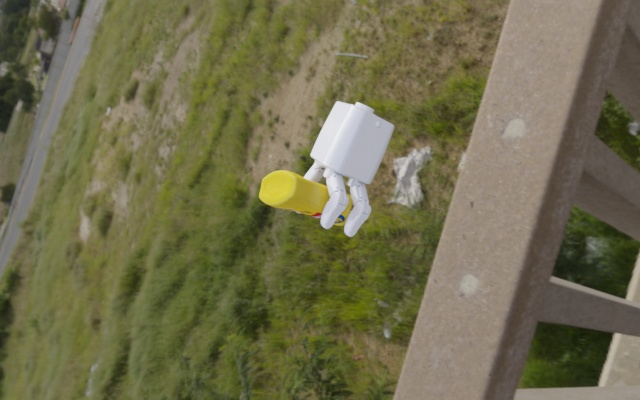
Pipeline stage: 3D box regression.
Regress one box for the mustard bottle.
[{"bbox_3d":[0.000,0.003,0.796,0.192,0.058,0.096,18,-14,-39],"label":"mustard bottle"}]
